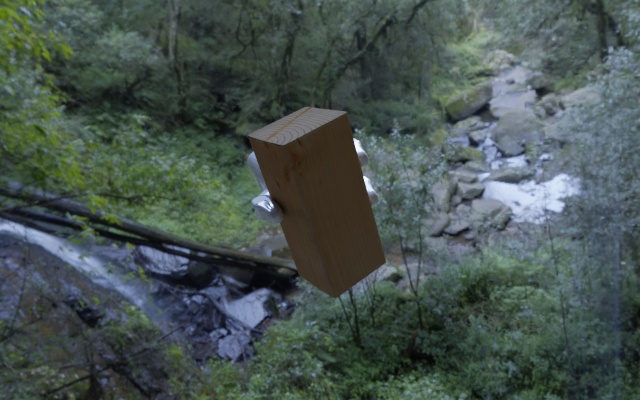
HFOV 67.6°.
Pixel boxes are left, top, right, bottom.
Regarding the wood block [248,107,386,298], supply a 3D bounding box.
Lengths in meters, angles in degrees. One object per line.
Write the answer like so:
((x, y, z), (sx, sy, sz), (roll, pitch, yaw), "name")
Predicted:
((0.000, 0.002, 0.586), (0.091, 0.206, 0.090), (-31, 29, -24), "wood block")
